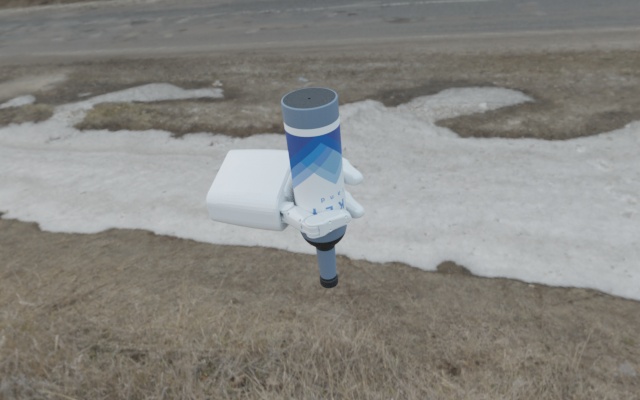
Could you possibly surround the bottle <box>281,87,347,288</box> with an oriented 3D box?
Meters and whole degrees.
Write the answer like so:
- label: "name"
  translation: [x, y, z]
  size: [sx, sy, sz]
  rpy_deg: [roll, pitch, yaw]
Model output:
- label: "bottle"
  translation: [0.000, 0.002, 0.636]
  size: [0.069, 0.296, 0.069]
  rpy_deg: [-4, 34, 3]
